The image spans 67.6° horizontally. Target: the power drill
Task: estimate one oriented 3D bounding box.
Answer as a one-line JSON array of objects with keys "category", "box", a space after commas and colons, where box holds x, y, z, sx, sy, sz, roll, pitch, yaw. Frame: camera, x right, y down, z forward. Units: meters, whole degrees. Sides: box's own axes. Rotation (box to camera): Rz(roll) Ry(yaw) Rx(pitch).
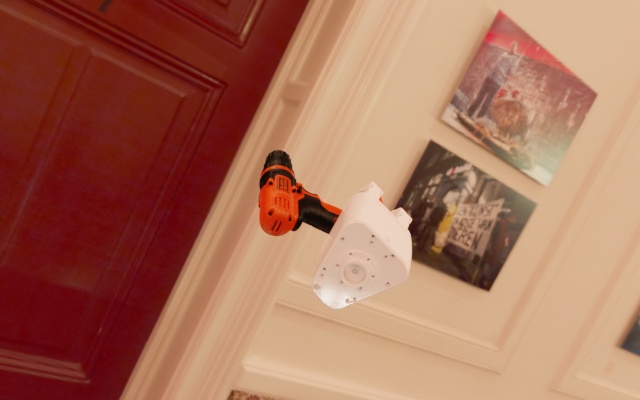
[{"category": "power drill", "box": [0.001, 0.003, 0.698, 0.187, 0.057, 0.184, 17, 33, -14]}]
